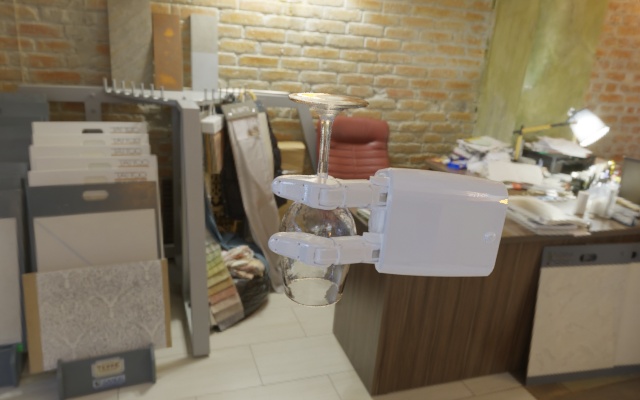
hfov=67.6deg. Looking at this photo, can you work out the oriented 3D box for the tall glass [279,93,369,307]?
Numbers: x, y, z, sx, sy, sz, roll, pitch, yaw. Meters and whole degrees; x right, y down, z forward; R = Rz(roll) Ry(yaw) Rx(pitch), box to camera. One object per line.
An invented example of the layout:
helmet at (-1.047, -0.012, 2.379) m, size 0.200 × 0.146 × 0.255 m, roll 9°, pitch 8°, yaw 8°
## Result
tall glass at (0.000, 0.001, 0.467) m, size 0.079 × 0.201 × 0.079 m, roll 5°, pitch 19°, yaw -2°
